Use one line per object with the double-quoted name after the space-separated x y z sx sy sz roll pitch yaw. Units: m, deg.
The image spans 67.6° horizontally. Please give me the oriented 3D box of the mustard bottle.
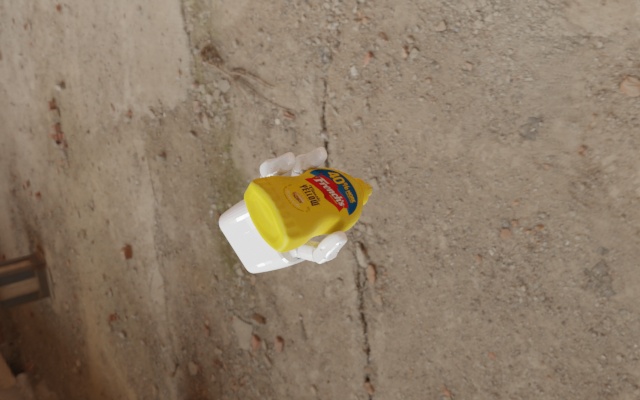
0.000 0.002 0.636 0.191 0.096 0.058 -14 -30 -42 "mustard bottle"
